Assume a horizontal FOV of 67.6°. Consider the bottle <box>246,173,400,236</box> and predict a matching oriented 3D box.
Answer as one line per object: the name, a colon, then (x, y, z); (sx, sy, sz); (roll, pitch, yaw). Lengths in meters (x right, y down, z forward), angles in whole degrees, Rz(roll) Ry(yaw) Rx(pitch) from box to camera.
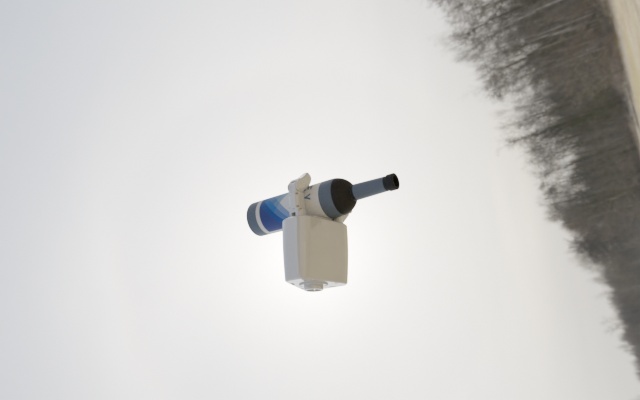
bottle: (0.000, 0.003, 0.835); (0.296, 0.069, 0.069); (-16, -9, 33)
